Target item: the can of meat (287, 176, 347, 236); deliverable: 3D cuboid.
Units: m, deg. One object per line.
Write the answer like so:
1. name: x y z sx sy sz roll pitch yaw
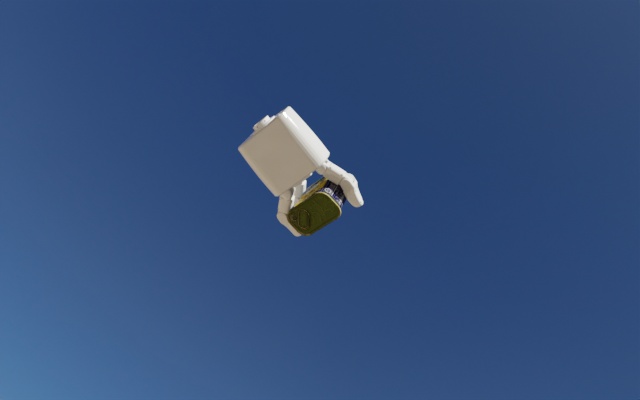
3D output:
1. can of meat: 0.000 0.003 0.833 0.102 0.057 0.084 -34 15 35
